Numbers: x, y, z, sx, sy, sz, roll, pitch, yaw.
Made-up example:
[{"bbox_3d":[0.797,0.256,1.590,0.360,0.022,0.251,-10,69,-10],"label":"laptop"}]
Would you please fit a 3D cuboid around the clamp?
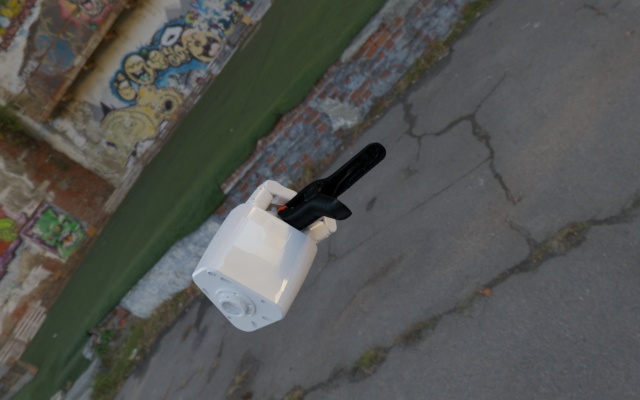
[{"bbox_3d":[0.000,0.001,0.574,0.171,0.039,0.120,-34,12,41],"label":"clamp"}]
